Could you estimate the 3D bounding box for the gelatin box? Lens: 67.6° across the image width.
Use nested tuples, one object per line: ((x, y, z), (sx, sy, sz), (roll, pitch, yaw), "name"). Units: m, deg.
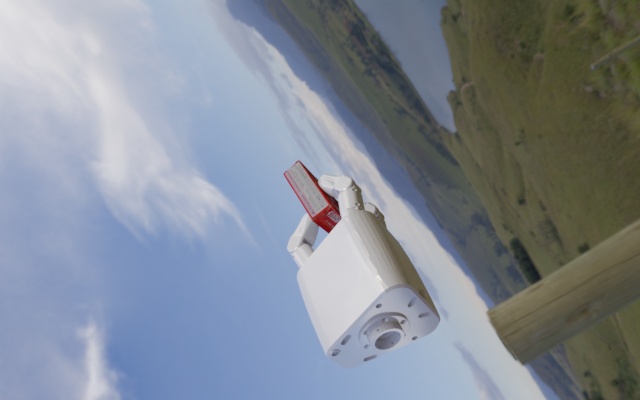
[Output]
((0.000, 0.002, 0.580), (0.030, 0.089, 0.073), (-40, -39, 6), "gelatin box")
